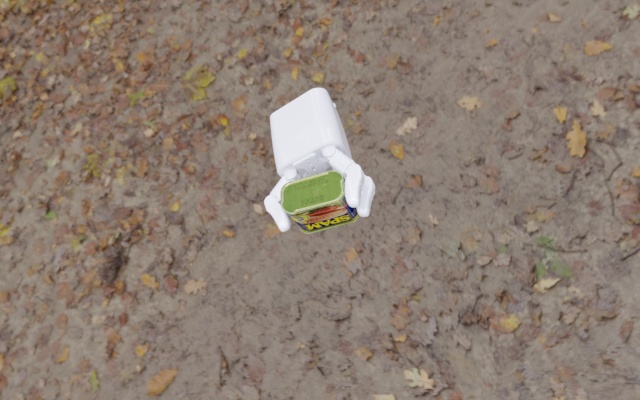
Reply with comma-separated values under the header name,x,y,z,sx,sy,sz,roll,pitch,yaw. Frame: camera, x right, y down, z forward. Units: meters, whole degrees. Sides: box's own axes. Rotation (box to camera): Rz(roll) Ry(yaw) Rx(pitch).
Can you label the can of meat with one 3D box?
name,x,y,z,sx,sy,sz,roll,pitch,yaw
can of meat,0.000,0.002,0.708,0.102,0.057,0.084,-15,-26,13
